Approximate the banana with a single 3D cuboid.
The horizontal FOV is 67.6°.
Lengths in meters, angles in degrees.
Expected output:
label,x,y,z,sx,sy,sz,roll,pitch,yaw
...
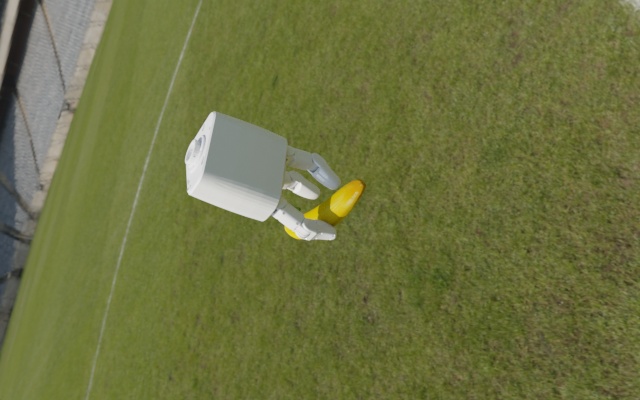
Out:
label,x,y,z,sx,sy,sz,roll,pitch,yaw
banana,-0.005,0.020,0.694,0.037,0.069,0.198,23,-23,-26
